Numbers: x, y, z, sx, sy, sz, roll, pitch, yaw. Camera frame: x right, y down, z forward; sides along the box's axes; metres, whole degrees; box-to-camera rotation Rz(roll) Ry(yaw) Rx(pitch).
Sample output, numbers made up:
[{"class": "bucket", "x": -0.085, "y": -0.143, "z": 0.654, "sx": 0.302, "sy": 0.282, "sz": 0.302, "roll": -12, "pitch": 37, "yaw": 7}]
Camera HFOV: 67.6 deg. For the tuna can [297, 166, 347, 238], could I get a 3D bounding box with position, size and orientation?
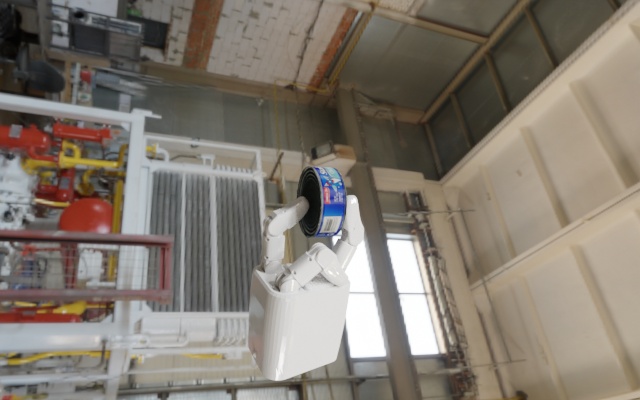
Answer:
[{"class": "tuna can", "x": 0.001, "y": 0.002, "z": 0.576, "sx": 0.034, "sy": 0.086, "sz": 0.086, "roll": 0, "pitch": 0, "yaw": -21}]
